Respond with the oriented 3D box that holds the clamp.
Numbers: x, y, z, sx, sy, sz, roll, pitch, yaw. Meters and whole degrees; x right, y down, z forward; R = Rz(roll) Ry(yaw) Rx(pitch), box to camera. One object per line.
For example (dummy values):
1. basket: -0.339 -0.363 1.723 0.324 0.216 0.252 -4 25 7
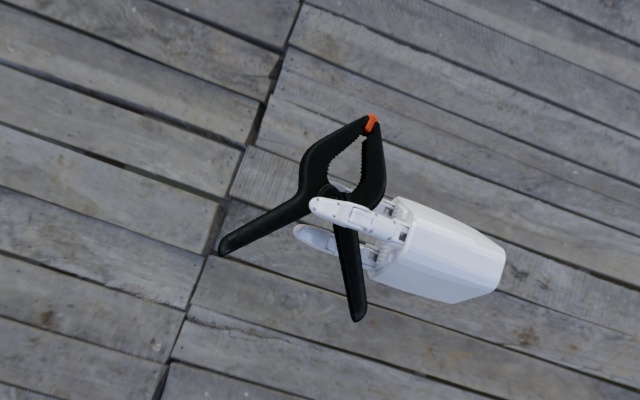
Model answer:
1. clamp: 0.001 0.001 0.494 0.164 0.210 0.036 20 -8 -8
